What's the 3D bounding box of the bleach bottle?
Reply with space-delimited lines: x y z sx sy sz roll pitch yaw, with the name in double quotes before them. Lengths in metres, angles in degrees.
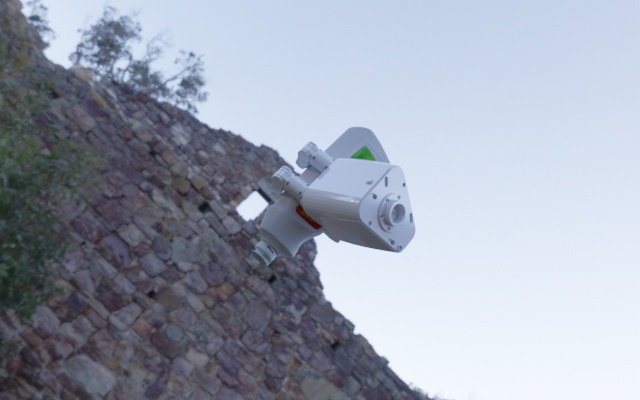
"bleach bottle" 0.000 0.002 0.700 0.250 0.103 0.068 -46 33 -24
